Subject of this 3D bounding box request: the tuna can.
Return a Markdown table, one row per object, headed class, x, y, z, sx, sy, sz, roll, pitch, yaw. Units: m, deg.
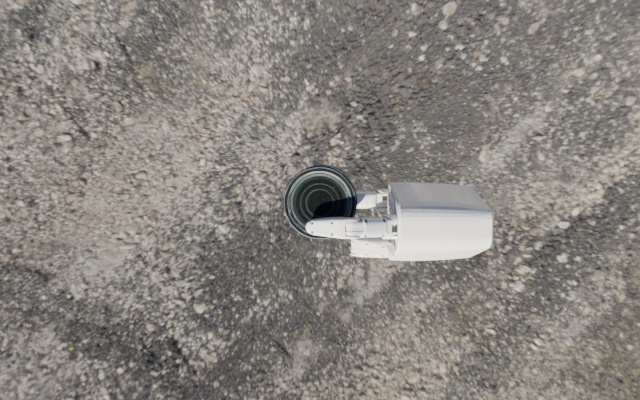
| class | x | y | z | sx | sy | sz | roll | pitch | yaw |
| --- | --- | --- | --- | --- | --- | --- | --- | --- | --- |
| tuna can | 0.000 | 0.002 | 0.553 | 0.086 | 0.086 | 0.034 | 0 | 5 | 4 |
